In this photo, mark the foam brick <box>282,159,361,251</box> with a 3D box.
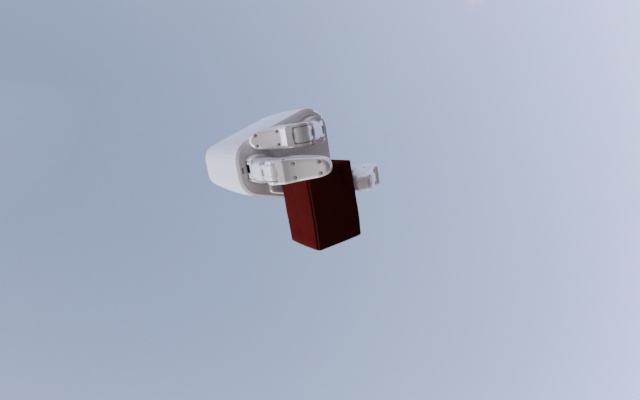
[{"bbox_3d":[0.000,0.002,0.470,0.053,0.078,0.051,-16,13,-32],"label":"foam brick"}]
